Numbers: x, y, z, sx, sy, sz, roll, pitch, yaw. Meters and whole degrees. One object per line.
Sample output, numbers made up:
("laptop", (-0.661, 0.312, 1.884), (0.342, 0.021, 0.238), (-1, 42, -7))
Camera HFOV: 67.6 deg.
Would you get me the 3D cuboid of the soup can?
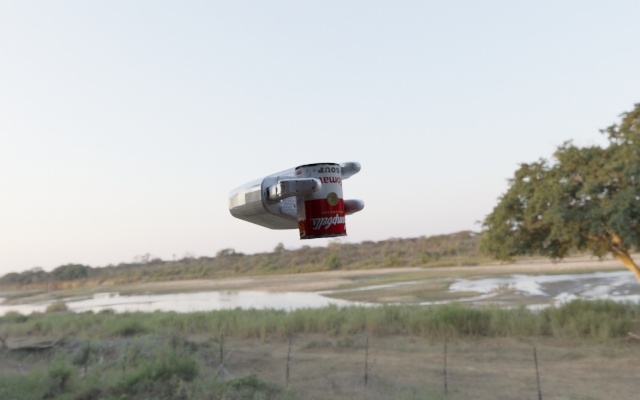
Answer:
("soup can", (0.000, 0.002, 0.675), (0.068, 0.102, 0.068), (-5, -6, 0))
